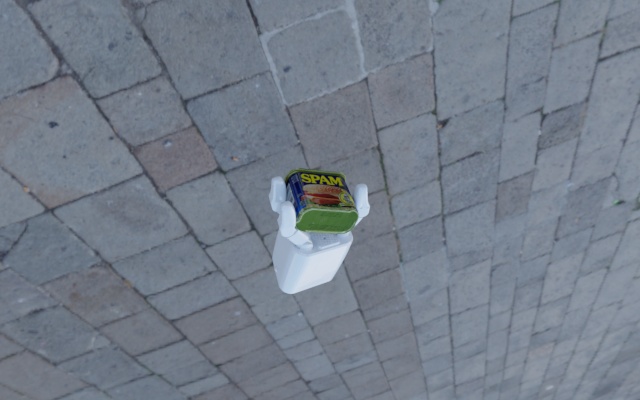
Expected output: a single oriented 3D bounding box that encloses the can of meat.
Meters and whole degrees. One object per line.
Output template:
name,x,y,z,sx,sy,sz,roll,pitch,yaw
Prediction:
can of meat,0.000,0.003,0.720,0.102,0.057,0.084,4,43,-25
